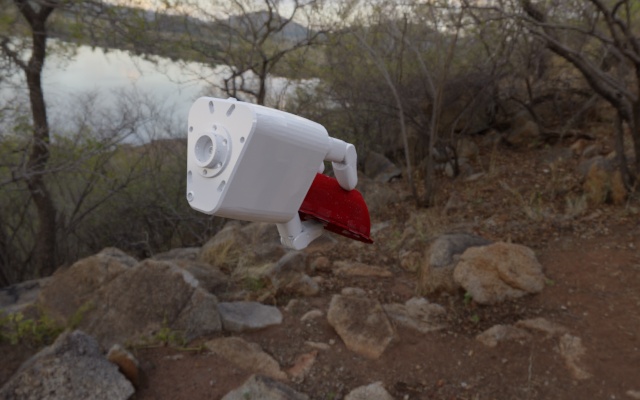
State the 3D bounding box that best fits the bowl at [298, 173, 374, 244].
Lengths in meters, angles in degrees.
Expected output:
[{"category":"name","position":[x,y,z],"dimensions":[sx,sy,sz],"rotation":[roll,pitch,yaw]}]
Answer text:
[{"category":"bowl","position":[0.001,0.002,0.608],"dimensions":[0.162,0.055,0.162],"rotation":[21,-7,3]}]
